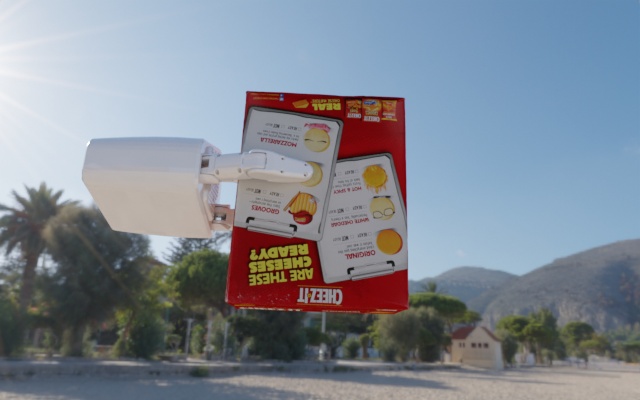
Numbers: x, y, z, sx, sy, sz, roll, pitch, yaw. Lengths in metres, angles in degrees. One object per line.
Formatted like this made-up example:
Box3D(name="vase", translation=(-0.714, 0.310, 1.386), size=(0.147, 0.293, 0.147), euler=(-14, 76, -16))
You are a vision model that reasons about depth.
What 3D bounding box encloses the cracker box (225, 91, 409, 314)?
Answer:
Box3D(name="cracker box", translation=(0.000, 0.001, 0.478), size=(0.164, 0.213, 0.072), euler=(2, -18, 0))
